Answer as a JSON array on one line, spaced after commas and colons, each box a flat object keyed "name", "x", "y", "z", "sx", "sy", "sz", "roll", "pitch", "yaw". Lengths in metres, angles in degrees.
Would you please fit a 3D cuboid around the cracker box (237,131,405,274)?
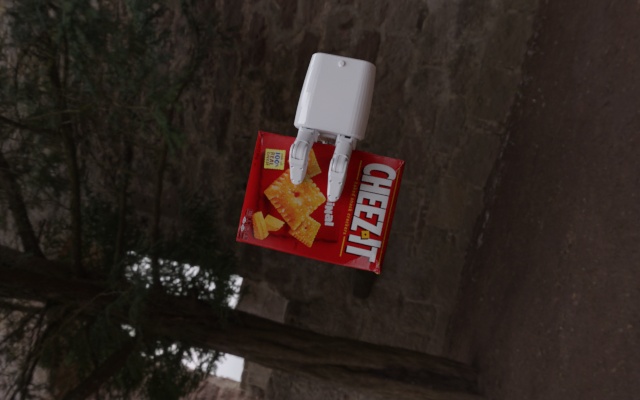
[{"name": "cracker box", "x": 0.000, "y": 0.002, "z": 0.692, "sx": 0.213, "sy": 0.164, "sz": 0.072, "roll": 12, "pitch": -1, "yaw": 6}]
